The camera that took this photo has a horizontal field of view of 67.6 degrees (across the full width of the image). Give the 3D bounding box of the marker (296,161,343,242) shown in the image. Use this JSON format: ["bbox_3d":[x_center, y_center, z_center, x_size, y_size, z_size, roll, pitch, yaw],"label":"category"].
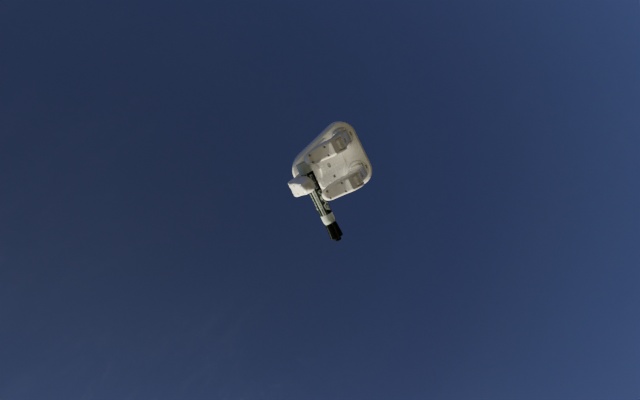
[{"bbox_3d":[0.000,0.002,0.659,0.020,0.121,0.020,-25,11,5],"label":"marker"}]
